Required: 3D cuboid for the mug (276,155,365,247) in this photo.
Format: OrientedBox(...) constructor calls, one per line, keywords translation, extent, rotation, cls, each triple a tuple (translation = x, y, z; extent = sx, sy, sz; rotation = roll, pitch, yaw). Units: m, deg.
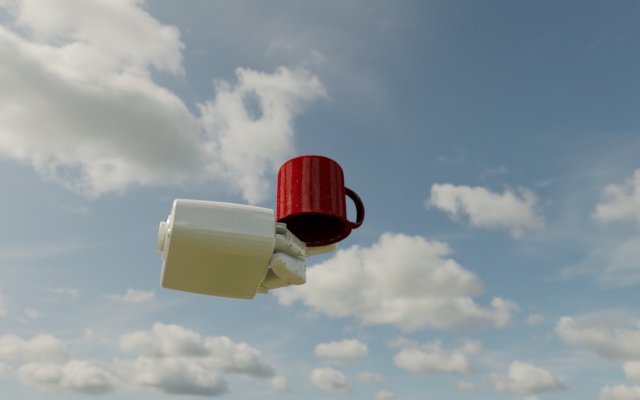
OrientedBox(translation=(0.001, 0.002, 0.572), extent=(0.117, 0.081, 0.093), rotation=(10, -31, -20), cls="mug")
